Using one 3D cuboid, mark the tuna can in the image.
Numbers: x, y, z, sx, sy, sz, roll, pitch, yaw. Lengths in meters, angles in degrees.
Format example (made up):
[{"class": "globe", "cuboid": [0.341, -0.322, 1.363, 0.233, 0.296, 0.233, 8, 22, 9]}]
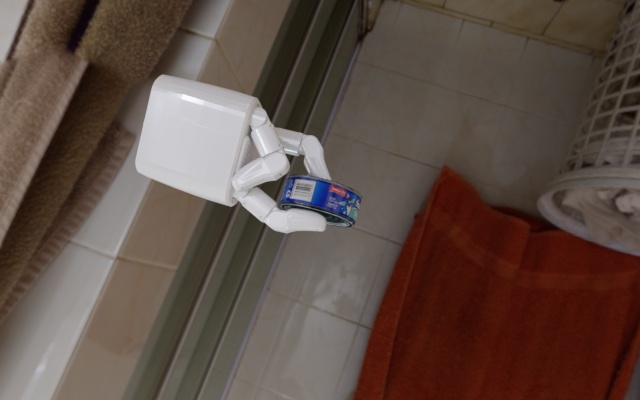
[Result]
[{"class": "tuna can", "cuboid": [0.000, 0.002, 0.520, 0.086, 0.033, 0.086, 15, -11, 3]}]
